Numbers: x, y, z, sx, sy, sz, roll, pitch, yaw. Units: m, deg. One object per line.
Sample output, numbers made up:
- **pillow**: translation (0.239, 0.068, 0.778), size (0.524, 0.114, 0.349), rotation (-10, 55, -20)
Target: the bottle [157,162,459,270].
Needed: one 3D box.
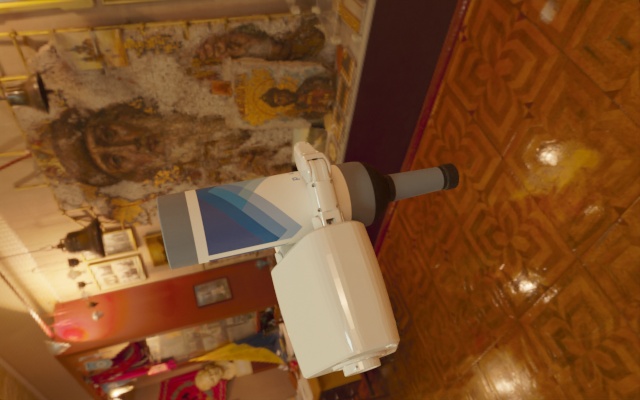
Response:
- **bottle**: translation (0.000, 0.001, 0.463), size (0.295, 0.069, 0.069), rotation (-11, 3, -16)
